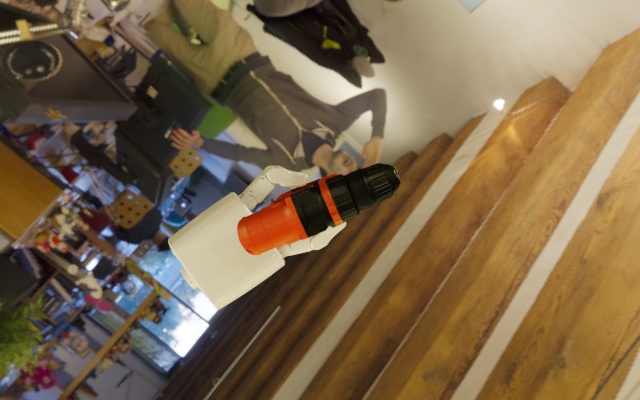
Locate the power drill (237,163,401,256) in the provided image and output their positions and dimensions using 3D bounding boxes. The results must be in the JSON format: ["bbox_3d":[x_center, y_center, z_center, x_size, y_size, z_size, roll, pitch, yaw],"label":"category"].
[{"bbox_3d":[0.000,0.002,0.581,0.184,0.057,0.187,-21,2,3],"label":"power drill"}]
